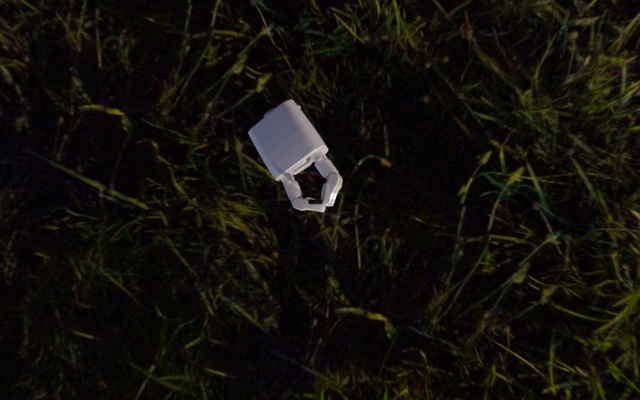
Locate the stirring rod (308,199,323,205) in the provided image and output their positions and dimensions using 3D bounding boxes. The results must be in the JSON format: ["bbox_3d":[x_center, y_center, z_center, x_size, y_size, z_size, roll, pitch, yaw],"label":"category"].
[{"bbox_3d":[0.000,0.003,0.837,0.011,0.011,0.239,0,0,7],"label":"stirring rod"}]
